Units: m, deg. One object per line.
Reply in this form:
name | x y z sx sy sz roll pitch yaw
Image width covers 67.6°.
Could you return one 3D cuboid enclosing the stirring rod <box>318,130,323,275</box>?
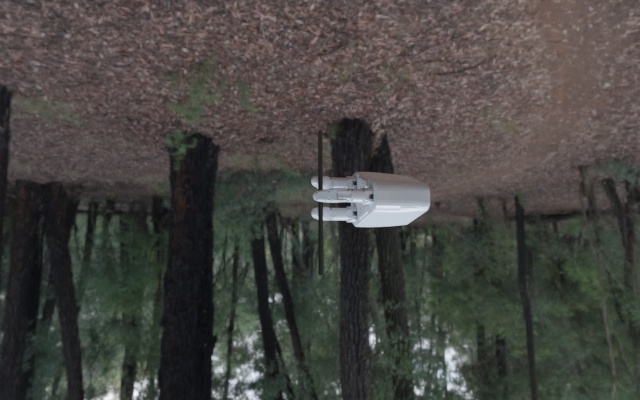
stirring rod | 0.000 0.003 0.796 0.011 0.239 0.011 0 -4 0
